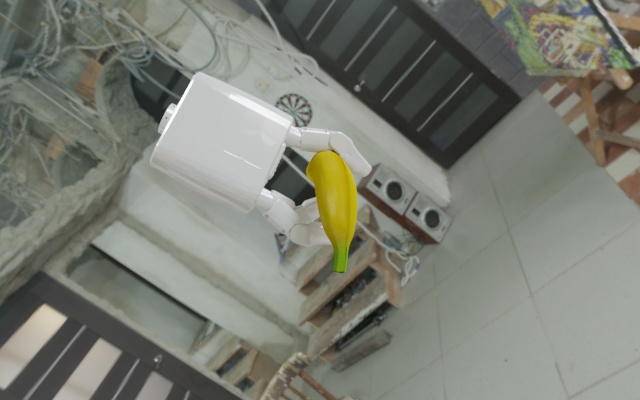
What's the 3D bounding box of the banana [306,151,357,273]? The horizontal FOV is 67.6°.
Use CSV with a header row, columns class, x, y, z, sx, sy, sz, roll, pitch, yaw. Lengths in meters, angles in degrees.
class,x,y,z,sx,sy,sz,roll,pitch,yaw
banana,0.007,-0.013,0.478,0.037,0.070,0.197,15,25,-13
